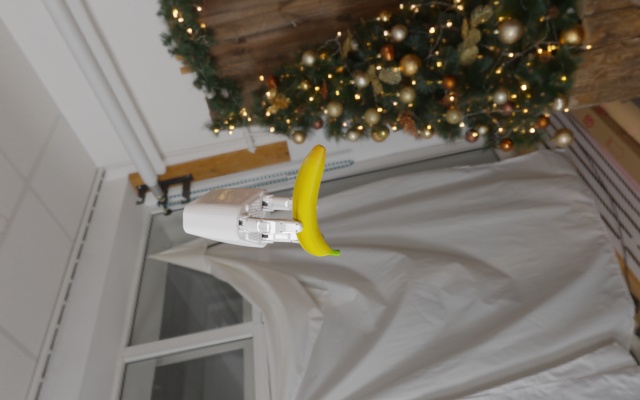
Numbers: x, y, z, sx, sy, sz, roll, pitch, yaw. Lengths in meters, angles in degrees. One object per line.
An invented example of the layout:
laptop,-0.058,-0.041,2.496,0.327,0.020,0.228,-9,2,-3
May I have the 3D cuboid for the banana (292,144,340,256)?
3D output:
banana,-0.013,0.013,0.736,0.069,0.198,0.037,-28,35,-33
